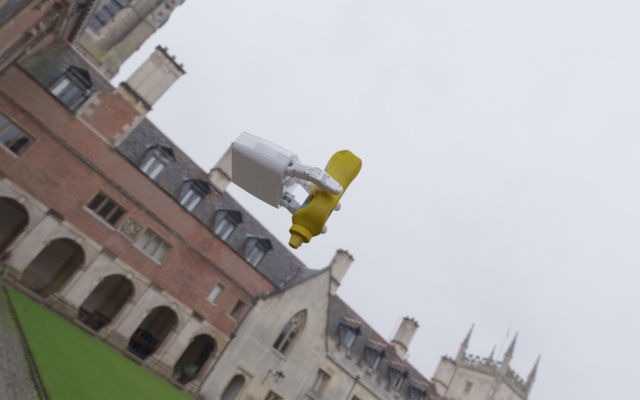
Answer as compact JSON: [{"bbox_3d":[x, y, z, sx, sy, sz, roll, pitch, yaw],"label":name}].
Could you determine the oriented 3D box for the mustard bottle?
[{"bbox_3d":[0.001,0.003,0.834,0.058,0.191,0.096,37,-23,-8],"label":"mustard bottle"}]
